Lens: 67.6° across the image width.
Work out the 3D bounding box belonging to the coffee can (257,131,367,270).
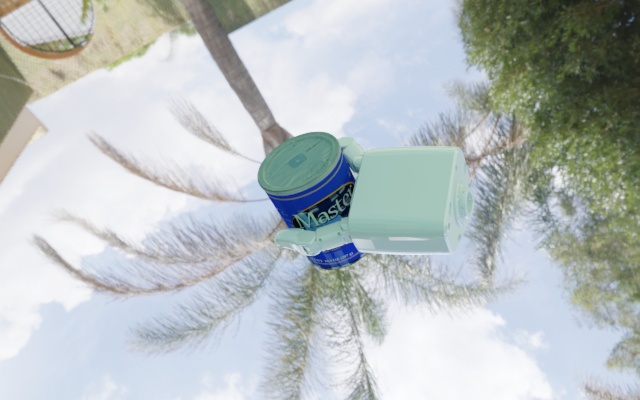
[{"bbox_3d":[0.000,0.002,0.584,0.103,0.102,0.140,0,-44,32],"label":"coffee can"}]
